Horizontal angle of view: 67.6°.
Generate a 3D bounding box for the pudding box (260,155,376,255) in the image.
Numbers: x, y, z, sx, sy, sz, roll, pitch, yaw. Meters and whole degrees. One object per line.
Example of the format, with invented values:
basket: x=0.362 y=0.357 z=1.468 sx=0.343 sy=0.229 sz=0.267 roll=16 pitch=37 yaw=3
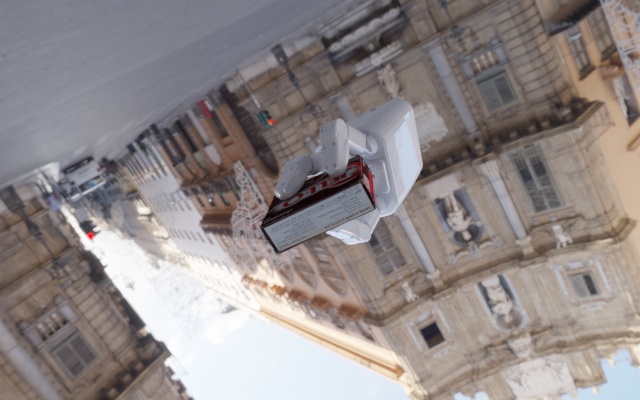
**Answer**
pudding box: x=0.000 y=0.002 z=0.493 sx=0.113 sy=0.039 sz=0.090 roll=-27 pitch=15 yaw=13
